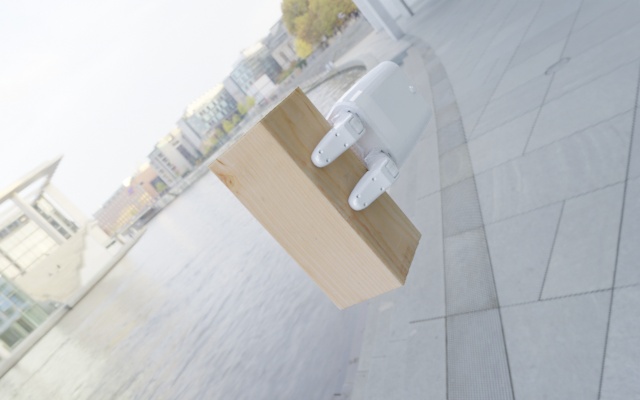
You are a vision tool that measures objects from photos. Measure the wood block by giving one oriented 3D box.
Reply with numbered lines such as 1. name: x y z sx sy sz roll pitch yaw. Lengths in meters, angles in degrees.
1. wood block: 0.000 0.001 0.494 0.091 0.206 0.090 -31 16 38
